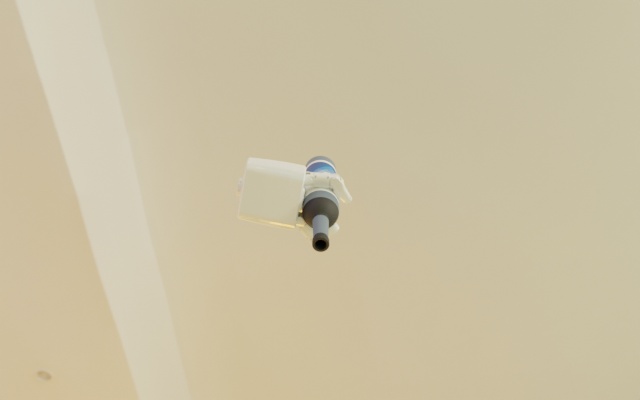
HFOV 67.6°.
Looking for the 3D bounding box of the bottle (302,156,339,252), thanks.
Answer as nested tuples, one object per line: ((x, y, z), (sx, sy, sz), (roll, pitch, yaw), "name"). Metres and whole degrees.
((0.000, 0.003, 0.880), (0.069, 0.069, 0.295), (0, 27, 0), "bottle")
